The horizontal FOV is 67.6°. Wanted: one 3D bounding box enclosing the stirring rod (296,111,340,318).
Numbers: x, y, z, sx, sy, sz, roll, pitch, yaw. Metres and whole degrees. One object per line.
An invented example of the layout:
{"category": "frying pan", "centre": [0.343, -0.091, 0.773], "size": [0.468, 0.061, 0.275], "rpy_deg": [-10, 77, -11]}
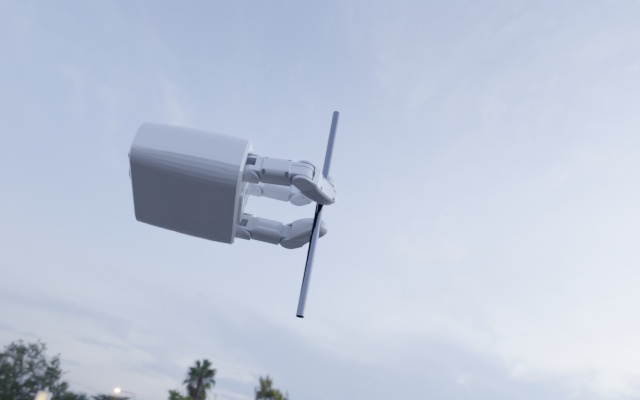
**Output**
{"category": "stirring rod", "centre": [0.000, 0.002, 0.485], "size": [0.011, 0.239, 0.011], "rpy_deg": [7, -31, 5]}
